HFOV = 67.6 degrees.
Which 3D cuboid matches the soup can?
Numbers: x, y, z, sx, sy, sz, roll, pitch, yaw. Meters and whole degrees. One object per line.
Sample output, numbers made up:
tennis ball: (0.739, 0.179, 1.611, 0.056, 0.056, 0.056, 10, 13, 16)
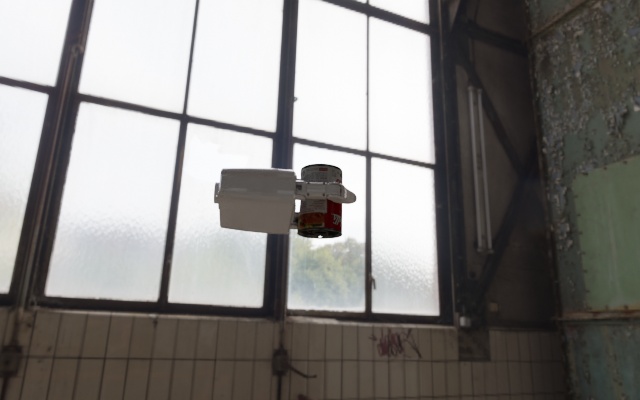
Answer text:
soup can: (0.001, 0.002, 0.725, 0.068, 0.102, 0.068, 1, -16, 0)
